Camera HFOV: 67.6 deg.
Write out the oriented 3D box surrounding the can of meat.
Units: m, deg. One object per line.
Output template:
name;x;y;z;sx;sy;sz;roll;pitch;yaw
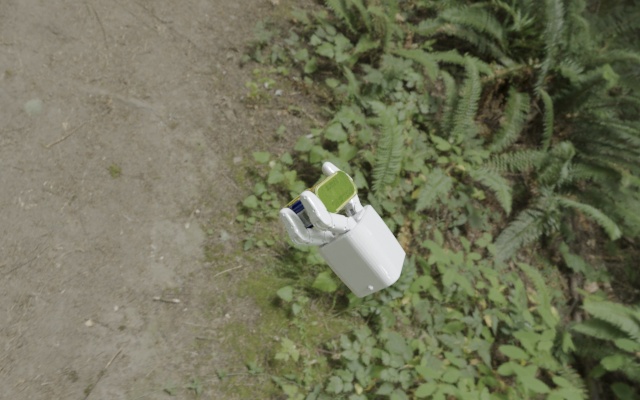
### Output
can of meat;0.000;0.002;0.764;0.084;0.057;0.102;-33;5;41
